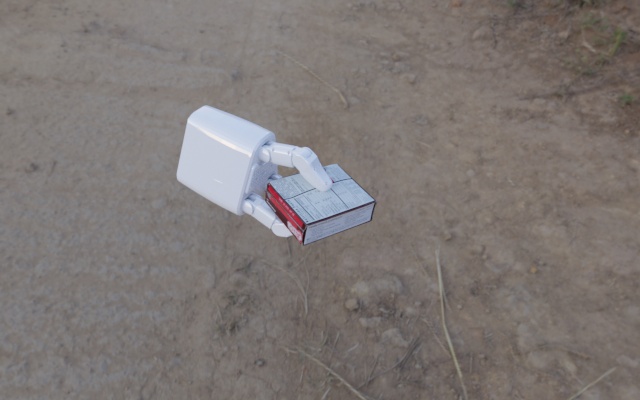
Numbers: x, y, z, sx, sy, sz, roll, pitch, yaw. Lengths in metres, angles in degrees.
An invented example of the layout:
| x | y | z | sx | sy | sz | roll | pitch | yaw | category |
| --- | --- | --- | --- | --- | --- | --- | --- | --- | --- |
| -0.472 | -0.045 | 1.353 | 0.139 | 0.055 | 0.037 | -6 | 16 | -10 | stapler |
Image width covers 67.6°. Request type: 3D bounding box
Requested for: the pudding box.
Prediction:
| x | y | z | sx | sy | sz | roll | pitch | yaw | category |
| --- | --- | --- | --- | --- | --- | --- | --- | --- | --- |
| 0.000 | 0.002 | 0.602 | 0.113 | 0.039 | 0.090 | -19 | 49 | -31 | pudding box |
